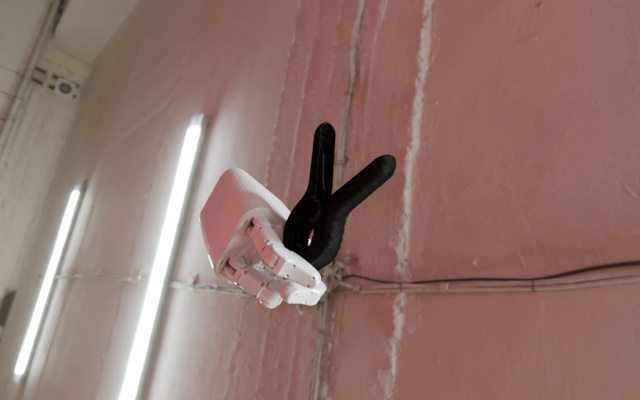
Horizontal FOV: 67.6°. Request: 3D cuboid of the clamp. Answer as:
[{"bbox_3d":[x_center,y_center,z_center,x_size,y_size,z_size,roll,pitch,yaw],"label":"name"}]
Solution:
[{"bbox_3d":[0.001,0.002,0.501,0.039,0.171,0.120,21,19,-36],"label":"clamp"}]
